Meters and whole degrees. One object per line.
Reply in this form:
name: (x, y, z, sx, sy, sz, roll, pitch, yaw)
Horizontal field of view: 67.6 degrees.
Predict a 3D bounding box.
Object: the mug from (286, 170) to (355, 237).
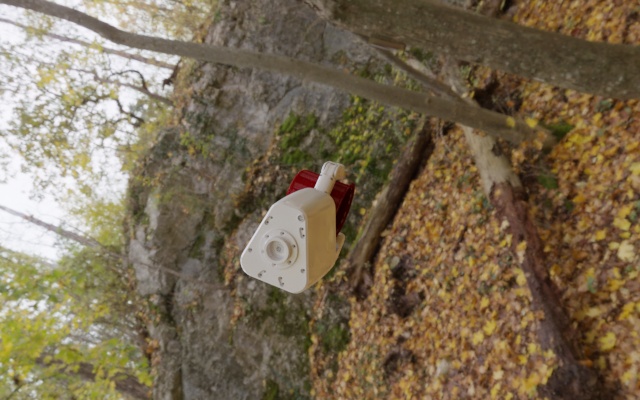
mug: (0.000, 0.002, 0.726, 0.081, 0.093, 0.117, 21, 13, 13)
